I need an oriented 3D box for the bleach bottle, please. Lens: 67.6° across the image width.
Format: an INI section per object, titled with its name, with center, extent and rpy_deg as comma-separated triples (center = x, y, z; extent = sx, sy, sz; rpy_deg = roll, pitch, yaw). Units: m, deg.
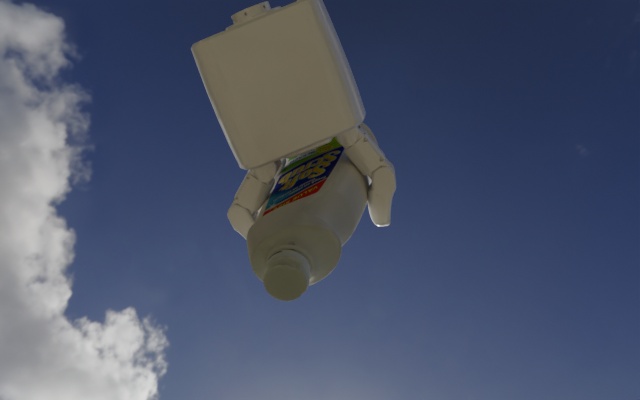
[bleach bottle]
center = 0.000, 0.001, 0.421
extent = 0.102, 0.068, 0.250
rpy_deg = -18, 20, 15
